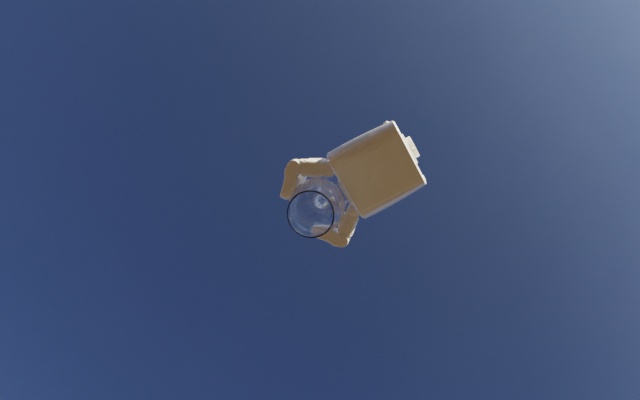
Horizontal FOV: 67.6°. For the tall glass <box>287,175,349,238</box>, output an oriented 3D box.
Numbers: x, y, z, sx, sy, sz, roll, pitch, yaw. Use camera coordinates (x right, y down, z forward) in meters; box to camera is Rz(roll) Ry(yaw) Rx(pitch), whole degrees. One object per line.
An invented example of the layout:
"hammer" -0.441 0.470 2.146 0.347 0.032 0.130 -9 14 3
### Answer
"tall glass" 0.000 0.002 0.700 0.079 0.079 0.201 0 9 8
